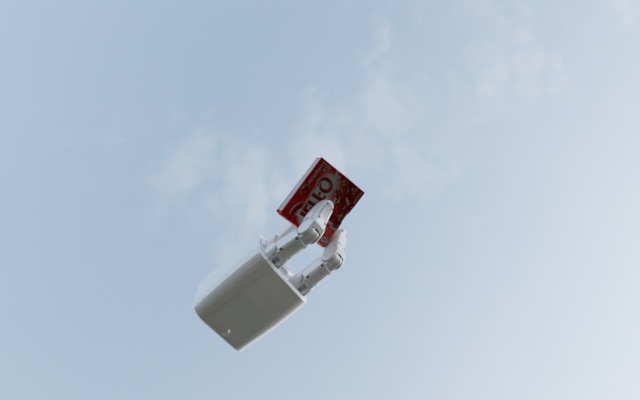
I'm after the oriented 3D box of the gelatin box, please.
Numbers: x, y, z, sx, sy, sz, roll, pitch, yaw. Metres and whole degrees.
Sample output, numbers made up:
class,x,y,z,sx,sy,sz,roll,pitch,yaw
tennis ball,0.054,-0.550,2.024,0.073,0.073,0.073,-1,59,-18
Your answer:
class,x,y,z,sx,sy,sz,roll,pitch,yaw
gelatin box,0.000,0.002,0.601,0.073,0.089,0.030,38,-5,-14
